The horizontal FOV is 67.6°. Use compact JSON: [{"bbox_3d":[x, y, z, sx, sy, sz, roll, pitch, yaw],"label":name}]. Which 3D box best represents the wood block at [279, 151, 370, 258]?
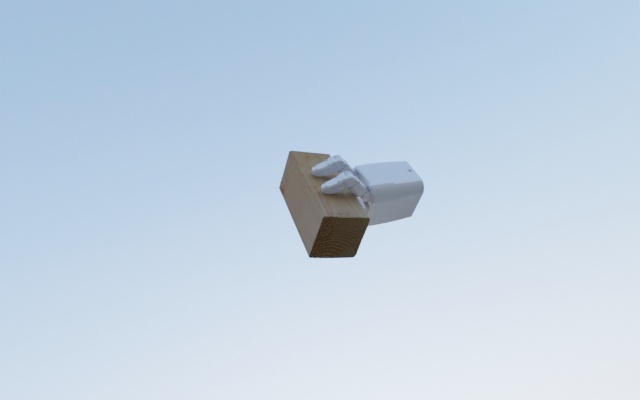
[{"bbox_3d":[0.000,0.003,0.869,0.090,0.091,0.206,2,35,-24],"label":"wood block"}]
